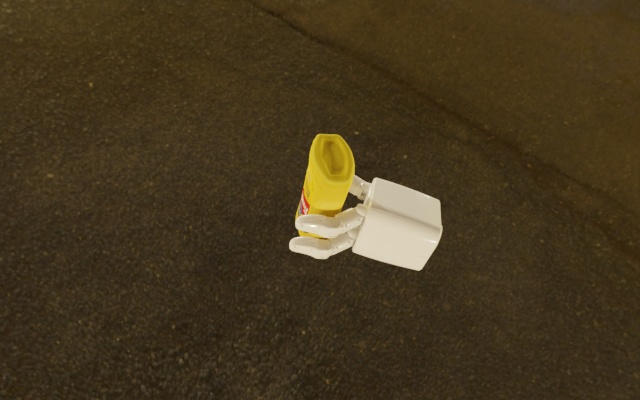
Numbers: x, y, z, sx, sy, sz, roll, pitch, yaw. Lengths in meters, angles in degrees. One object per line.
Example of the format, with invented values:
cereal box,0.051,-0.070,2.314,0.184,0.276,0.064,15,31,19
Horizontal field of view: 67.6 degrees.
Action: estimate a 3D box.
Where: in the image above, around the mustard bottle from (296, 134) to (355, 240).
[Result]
mustard bottle,0.000,0.002,0.694,0.058,0.096,0.192,-1,-39,-14
